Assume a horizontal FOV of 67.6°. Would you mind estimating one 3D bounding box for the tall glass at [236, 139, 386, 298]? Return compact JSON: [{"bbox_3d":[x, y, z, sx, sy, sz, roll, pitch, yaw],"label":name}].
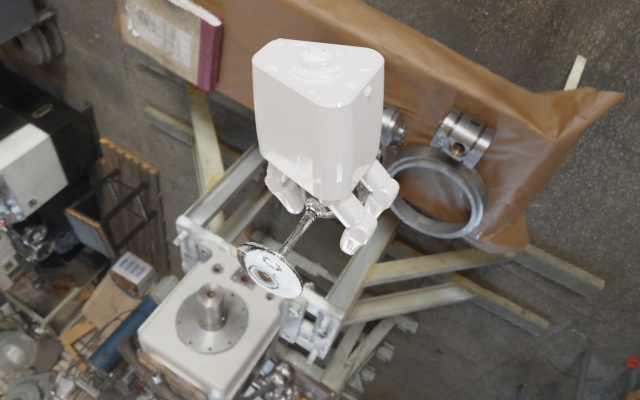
[{"bbox_3d":[0.000,0.002,0.504,0.079,0.079,0.201,0,41,40],"label":"tall glass"}]
